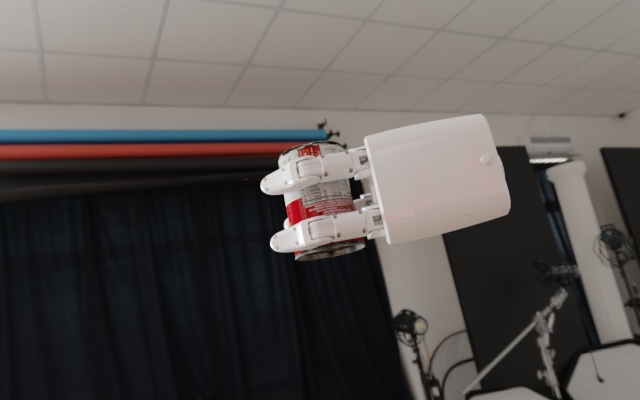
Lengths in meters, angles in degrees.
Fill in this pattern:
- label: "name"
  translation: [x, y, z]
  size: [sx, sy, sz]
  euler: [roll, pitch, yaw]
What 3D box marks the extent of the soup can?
- label: "soup can"
  translation: [0.000, 0.001, 0.463]
  size: [0.068, 0.102, 0.068]
  euler: [-11, -13, -3]
